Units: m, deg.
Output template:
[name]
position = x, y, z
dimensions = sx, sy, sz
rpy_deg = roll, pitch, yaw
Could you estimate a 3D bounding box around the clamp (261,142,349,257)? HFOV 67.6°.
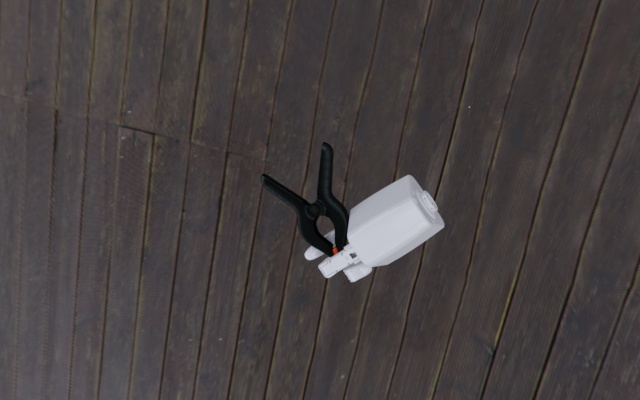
[clamp]
position = 0.000, 0.003, 0.708
dimensions = 0.120, 0.171, 0.039
rpy_deg = -35, -1, 20
